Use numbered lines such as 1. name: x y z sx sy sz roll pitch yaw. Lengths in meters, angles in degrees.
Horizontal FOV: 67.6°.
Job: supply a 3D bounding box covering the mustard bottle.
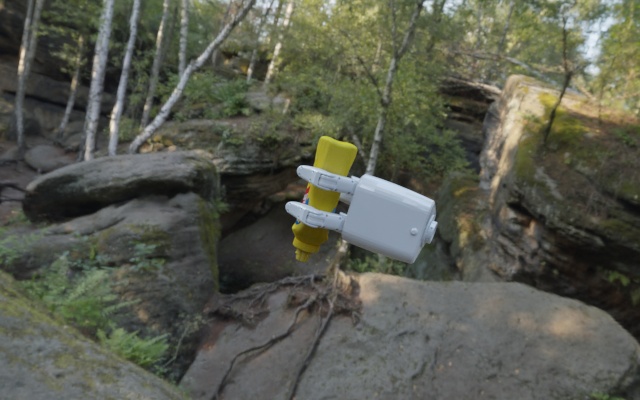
1. mustard bottle: 0.000 0.002 0.718 0.058 0.191 0.096 16 10 -6
